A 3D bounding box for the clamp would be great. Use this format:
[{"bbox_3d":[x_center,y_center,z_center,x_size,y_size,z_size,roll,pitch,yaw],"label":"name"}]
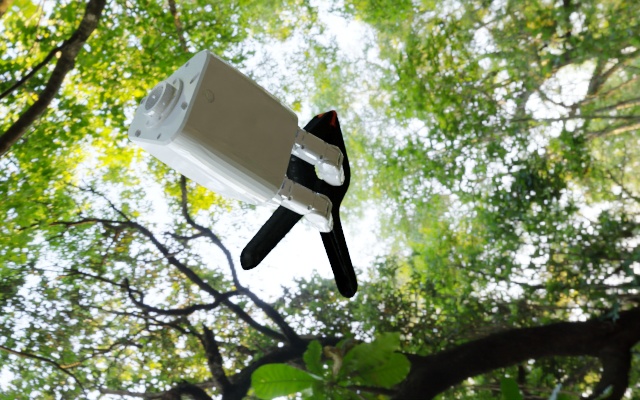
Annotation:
[{"bbox_3d":[-0.001,0.001,0.531,0.036,0.210,0.165,-8,-30,41],"label":"clamp"}]
